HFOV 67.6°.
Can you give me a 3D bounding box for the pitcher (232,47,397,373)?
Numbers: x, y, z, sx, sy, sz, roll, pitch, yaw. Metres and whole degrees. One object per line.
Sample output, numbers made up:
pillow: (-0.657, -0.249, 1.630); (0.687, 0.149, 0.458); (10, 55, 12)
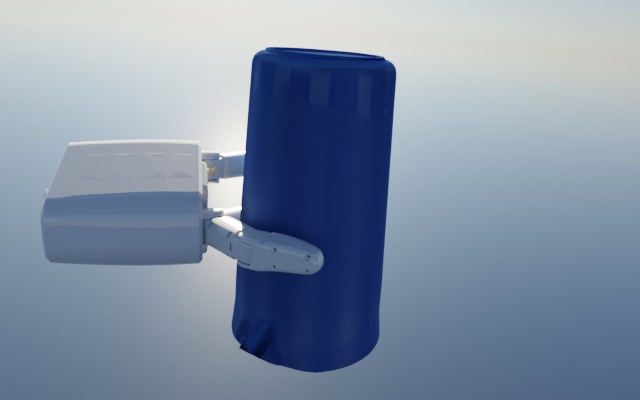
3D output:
pitcher: (0.000, 0.001, 0.402); (0.145, 0.243, 0.149); (0, 20, -13)
